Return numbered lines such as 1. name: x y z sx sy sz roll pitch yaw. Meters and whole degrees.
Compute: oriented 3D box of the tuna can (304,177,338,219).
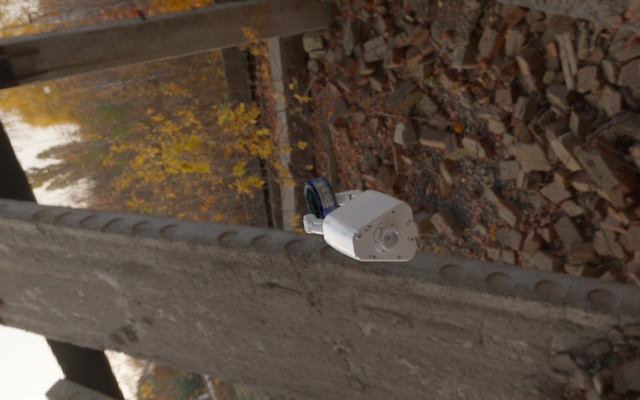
1. tuna can: 0.000 0.003 0.852 0.034 0.086 0.086 -17 5 -16
